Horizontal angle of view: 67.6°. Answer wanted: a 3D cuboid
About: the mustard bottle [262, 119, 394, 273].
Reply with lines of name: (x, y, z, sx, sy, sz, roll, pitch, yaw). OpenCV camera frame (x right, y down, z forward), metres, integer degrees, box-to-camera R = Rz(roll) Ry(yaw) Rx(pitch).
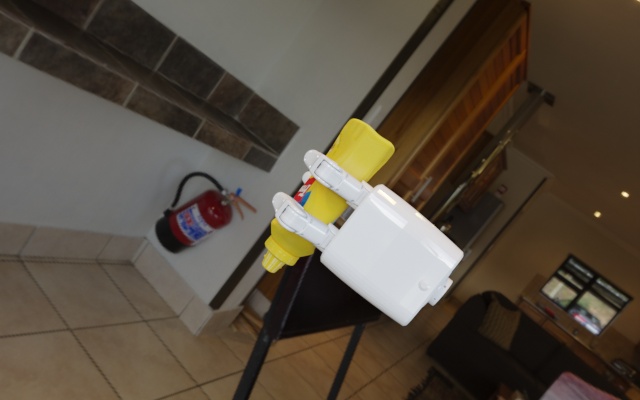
mustard bottle: (0.000, 0.001, 0.526, 0.058, 0.191, 0.096, 36, 6, -11)
